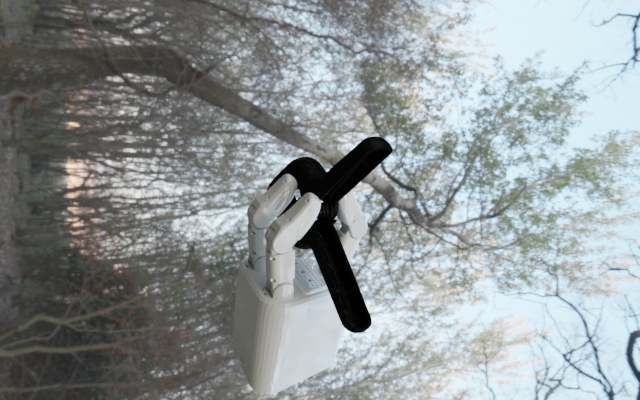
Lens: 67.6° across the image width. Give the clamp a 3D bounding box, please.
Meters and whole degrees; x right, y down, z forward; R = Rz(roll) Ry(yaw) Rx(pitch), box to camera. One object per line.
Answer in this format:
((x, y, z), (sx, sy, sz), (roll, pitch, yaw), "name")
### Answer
((0.001, 0.002, 0.458), (0.036, 0.165, 0.210), (-1, 21, -28), "clamp")
